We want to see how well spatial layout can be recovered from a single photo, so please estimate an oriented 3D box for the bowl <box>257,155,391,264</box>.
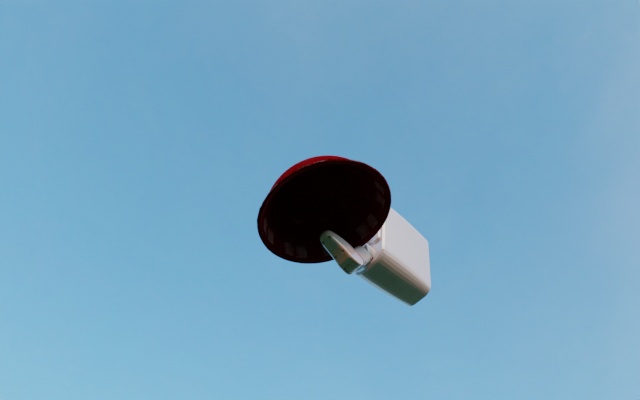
[{"bbox_3d":[-0.001,0.001,0.572,0.162,0.162,0.055,0,40,-20],"label":"bowl"}]
